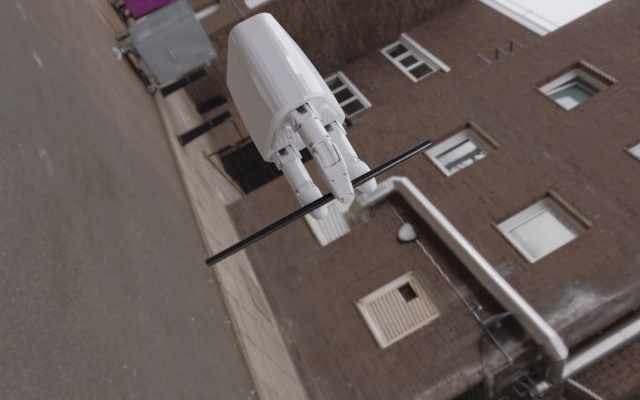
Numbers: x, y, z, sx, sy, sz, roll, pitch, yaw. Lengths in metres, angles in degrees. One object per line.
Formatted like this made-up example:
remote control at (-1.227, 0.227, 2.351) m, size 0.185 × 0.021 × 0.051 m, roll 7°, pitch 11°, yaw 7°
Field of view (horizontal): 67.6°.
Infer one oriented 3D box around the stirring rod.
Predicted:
stirring rod at (0.000, 0.001, 0.453) m, size 0.239 × 0.011 × 0.011 m, roll -29°, pitch 2°, yaw -4°
